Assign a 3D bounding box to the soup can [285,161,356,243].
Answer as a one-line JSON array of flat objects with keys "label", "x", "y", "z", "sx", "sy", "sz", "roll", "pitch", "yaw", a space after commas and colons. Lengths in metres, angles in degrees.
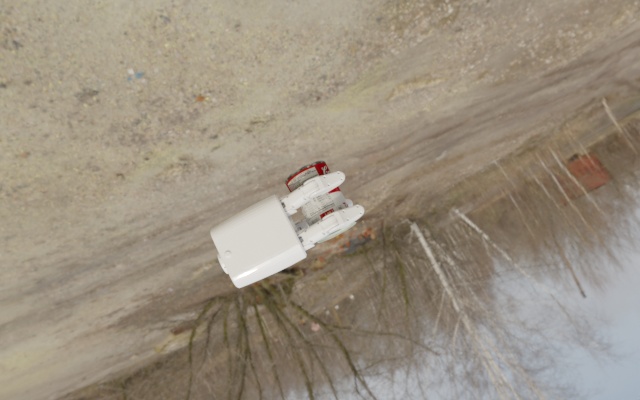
[{"label": "soup can", "x": 0.001, "y": 0.002, "z": 0.697, "sx": 0.068, "sy": 0.102, "sz": 0.068, "roll": -26, "pitch": -12, "yaw": -6}]
